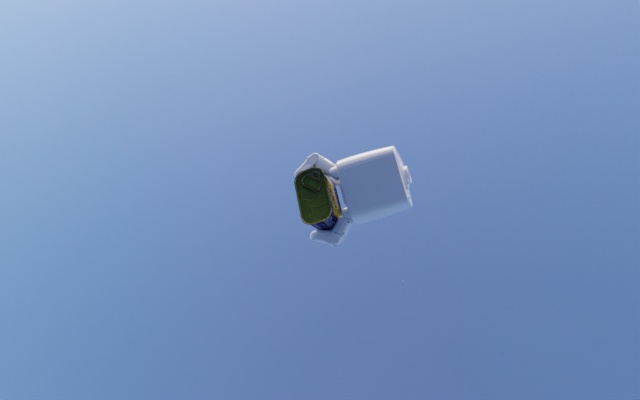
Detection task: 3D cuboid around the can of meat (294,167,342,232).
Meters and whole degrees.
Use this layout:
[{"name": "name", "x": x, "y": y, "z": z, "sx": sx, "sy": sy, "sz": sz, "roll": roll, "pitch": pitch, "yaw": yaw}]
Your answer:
[{"name": "can of meat", "x": 0.000, "y": 0.003, "z": 0.859, "sx": 0.057, "sy": 0.102, "sz": 0.084, "roll": -18, "pitch": -22, "yaw": 15}]
